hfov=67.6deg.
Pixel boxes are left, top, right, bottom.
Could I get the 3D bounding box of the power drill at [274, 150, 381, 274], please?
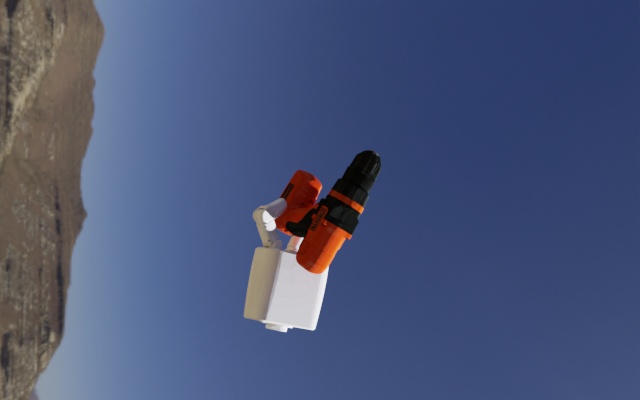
[{"bbox_3d":[0.000,0.003,0.707,0.057,0.184,0.187,33,-5,-23],"label":"power drill"}]
